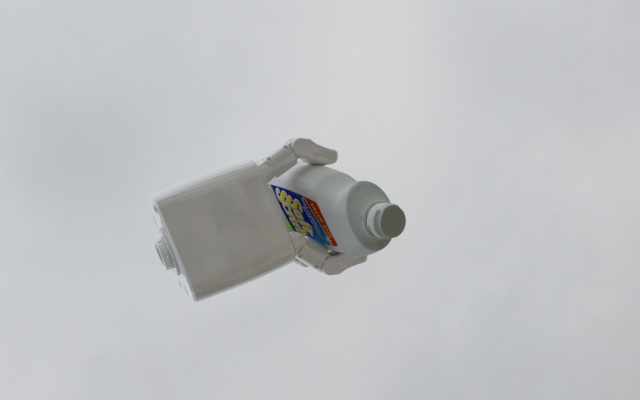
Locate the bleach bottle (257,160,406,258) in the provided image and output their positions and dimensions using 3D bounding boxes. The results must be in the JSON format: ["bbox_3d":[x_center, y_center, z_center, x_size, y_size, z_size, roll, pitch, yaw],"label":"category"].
[{"bbox_3d":[0.000,0.002,0.515,0.068,0.102,0.251,-25,15,-25],"label":"bleach bottle"}]
